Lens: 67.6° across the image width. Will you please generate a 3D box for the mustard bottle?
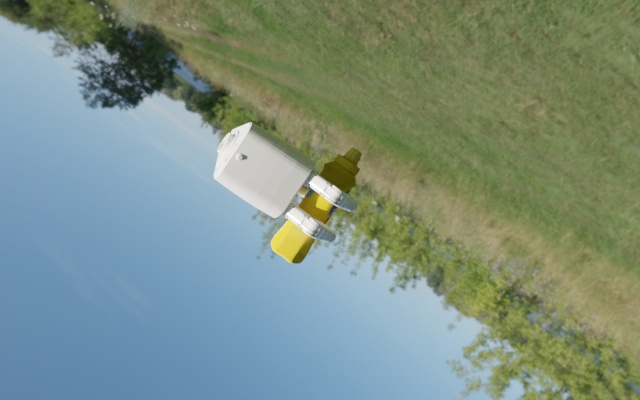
[{"bbox_3d":[0.000,0.003,0.725,0.058,0.191,0.096,35,5,2],"label":"mustard bottle"}]
